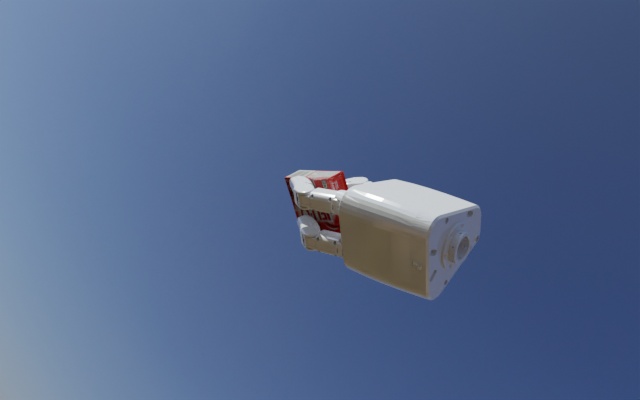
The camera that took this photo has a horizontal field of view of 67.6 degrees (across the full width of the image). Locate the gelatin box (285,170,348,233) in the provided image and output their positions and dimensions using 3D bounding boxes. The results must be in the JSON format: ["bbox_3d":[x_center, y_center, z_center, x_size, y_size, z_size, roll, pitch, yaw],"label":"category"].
[{"bbox_3d":[0.000,0.002,0.584,0.030,0.073,0.089,-28,21,-34],"label":"gelatin box"}]
